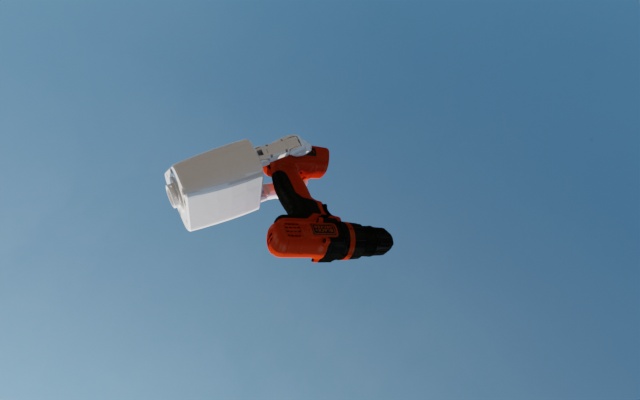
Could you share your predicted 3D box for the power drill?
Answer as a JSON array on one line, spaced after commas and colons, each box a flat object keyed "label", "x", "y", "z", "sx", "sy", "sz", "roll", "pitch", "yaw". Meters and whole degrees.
[{"label": "power drill", "x": 0.000, "y": 0.002, "z": 0.676, "sx": 0.184, "sy": 0.187, "sz": 0.057, "roll": 5, "pitch": -45, "yaw": -29}]
